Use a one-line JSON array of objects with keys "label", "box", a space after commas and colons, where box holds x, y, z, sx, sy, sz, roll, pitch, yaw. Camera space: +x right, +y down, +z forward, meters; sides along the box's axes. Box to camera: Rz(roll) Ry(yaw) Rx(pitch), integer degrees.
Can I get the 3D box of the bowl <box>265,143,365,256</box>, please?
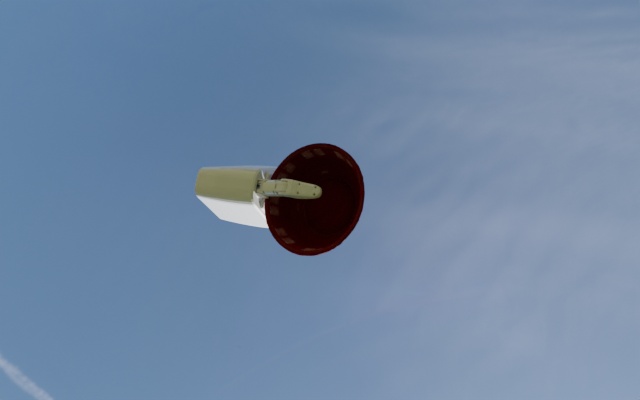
[{"label": "bowl", "box": [0.001, 0.003, 0.686, 0.162, 0.162, 0.055, 0, -12, 30]}]
